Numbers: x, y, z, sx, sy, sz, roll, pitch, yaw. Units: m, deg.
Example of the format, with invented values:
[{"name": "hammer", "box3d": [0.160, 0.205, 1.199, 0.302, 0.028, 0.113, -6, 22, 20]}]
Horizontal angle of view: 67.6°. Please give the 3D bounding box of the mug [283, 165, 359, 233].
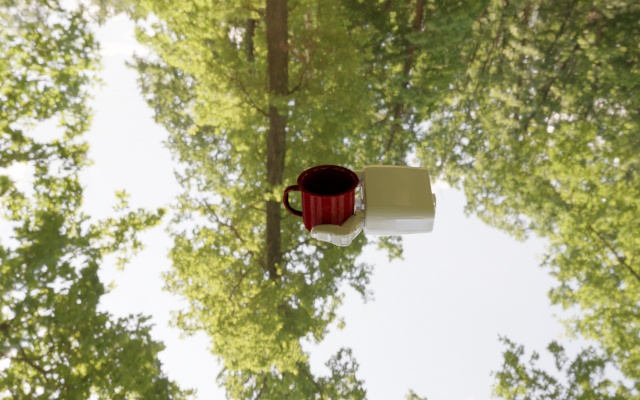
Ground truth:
[{"name": "mug", "box3d": [-0.001, 0.003, 0.739, 0.117, 0.082, 0.093, 0, 34, 3]}]
